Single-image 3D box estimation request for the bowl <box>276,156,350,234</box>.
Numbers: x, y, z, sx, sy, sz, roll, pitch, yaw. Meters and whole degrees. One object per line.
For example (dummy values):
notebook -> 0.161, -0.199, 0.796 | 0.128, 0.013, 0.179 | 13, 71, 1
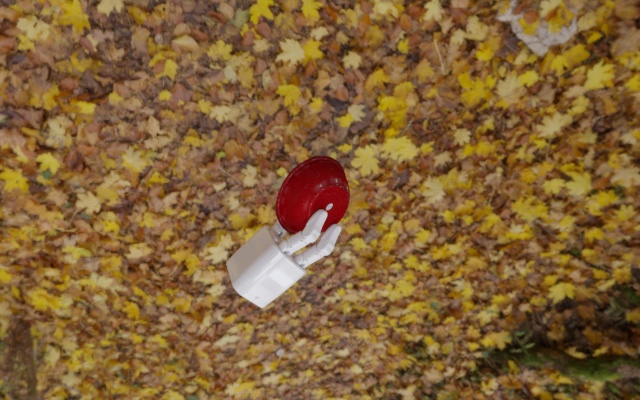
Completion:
bowl -> 0.001, 0.002, 0.869 | 0.162, 0.162, 0.055 | 0, 24, -41
